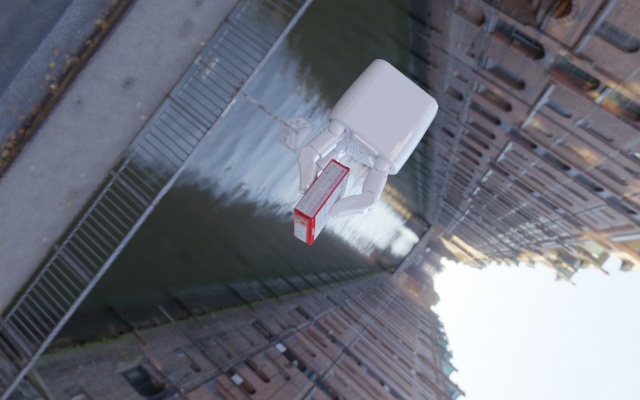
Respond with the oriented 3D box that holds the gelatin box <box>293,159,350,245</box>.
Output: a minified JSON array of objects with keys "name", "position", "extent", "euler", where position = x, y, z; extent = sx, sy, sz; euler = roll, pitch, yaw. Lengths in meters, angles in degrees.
[{"name":"gelatin box","position":[0.000,0.002,0.599],"extent":[0.030,0.089,0.073],"euler":[30,-26,12]}]
